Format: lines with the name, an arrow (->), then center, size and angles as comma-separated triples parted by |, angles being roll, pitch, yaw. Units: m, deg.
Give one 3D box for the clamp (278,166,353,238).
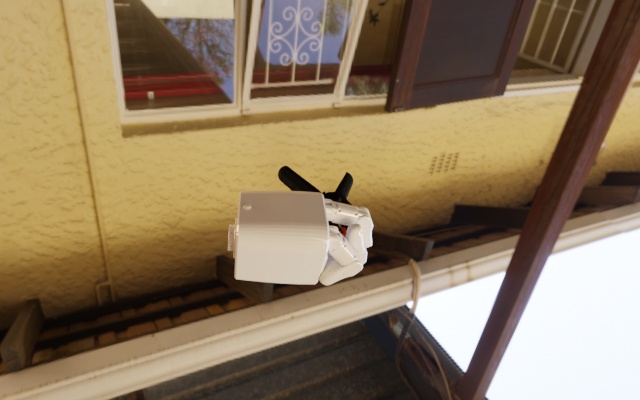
clamp -> 0.000, 0.003, 0.683 | 0.120, 0.039, 0.171 | 5, 33, -10
